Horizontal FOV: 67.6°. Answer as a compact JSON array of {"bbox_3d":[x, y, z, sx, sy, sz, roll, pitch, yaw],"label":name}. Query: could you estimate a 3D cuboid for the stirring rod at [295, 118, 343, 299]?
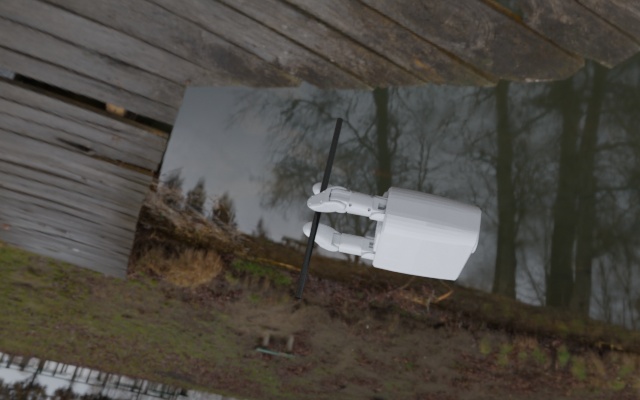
[{"bbox_3d":[0.000,0.002,0.587,0.011,0.239,0.011,12,-21,5],"label":"stirring rod"}]
